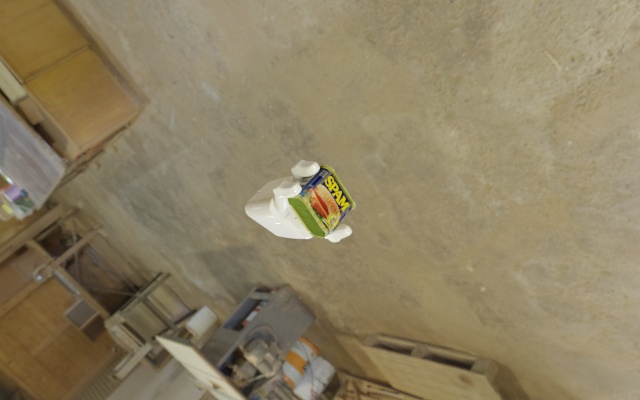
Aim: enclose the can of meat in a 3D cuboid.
[{"bbox_3d":[0.000,0.003,0.832,0.057,0.102,0.084,0,40,52],"label":"can of meat"}]
